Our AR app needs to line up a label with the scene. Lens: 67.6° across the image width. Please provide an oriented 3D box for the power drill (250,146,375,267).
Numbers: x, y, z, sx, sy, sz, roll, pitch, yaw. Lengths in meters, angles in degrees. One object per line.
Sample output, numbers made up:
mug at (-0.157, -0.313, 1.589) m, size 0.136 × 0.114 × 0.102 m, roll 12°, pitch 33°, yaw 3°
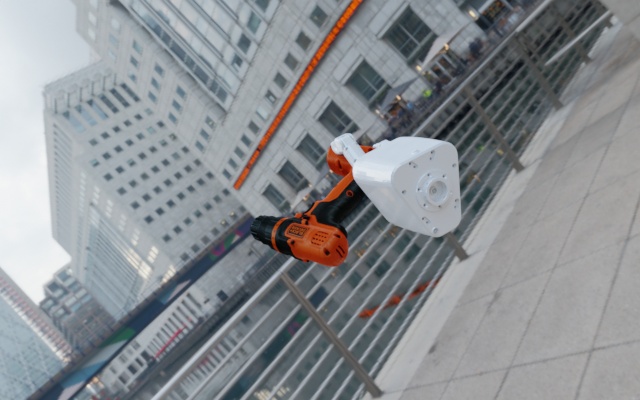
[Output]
power drill at (0.001, 0.002, 0.692) m, size 0.184 × 0.187 × 0.057 m, roll 13°, pitch -30°, yaw 44°
